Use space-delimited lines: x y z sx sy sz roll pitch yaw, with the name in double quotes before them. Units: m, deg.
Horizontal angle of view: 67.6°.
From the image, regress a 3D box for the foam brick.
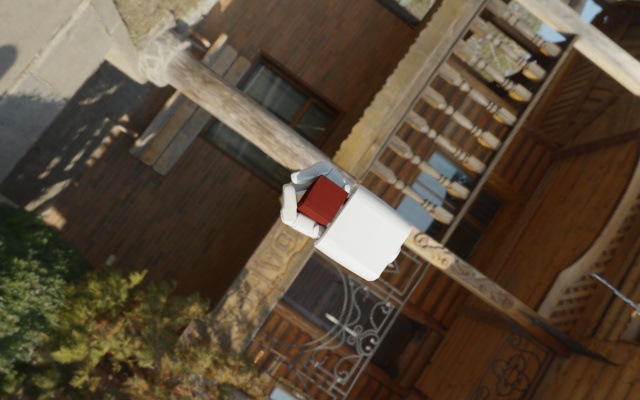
"foam brick" 0.000 0.002 0.710 0.051 0.053 0.078 35 -14 -5
